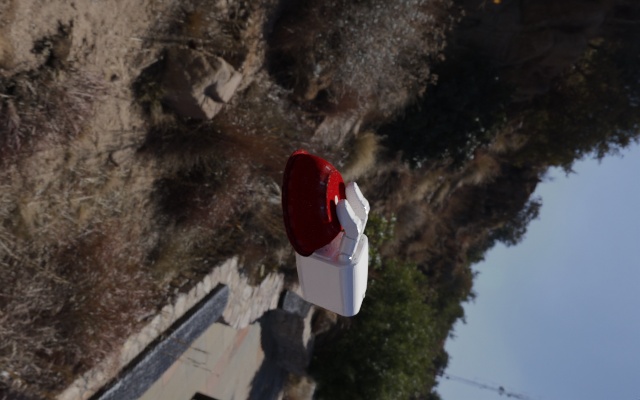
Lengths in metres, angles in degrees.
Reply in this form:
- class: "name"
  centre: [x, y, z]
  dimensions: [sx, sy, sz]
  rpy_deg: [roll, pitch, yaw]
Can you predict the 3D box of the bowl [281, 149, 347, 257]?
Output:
- class: "bowl"
  centre: [0.000, 0.001, 0.706]
  dimensions: [0.055, 0.162, 0.162]
  rpy_deg: [-3, -1, 21]
